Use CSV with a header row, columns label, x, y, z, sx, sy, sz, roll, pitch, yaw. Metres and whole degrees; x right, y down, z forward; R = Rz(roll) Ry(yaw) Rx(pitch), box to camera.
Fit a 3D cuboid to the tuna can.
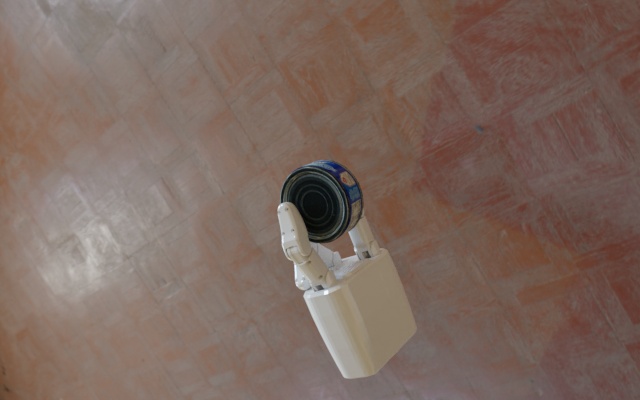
label,x,y,z,sx,sy,sz,roll,pitch,yaw
tuna can,0.000,0.002,0.507,0.086,0.086,0.033,0,14,31
